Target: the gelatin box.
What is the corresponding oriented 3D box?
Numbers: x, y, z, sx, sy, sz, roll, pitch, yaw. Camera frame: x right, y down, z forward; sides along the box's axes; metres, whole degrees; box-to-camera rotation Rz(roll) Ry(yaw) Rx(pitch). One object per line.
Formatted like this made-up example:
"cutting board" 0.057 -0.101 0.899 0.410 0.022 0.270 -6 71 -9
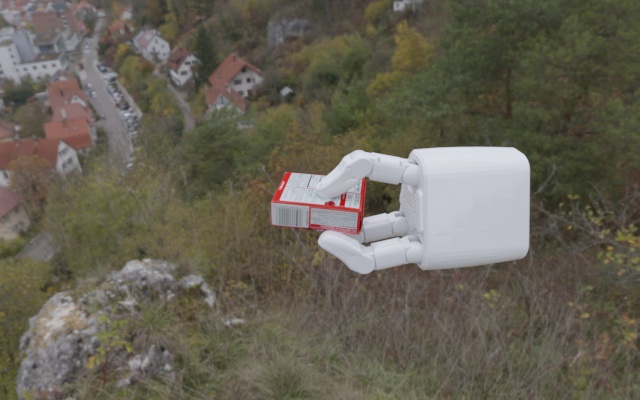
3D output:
"gelatin box" 0.000 0.001 0.482 0.089 0.030 0.073 6 27 5
